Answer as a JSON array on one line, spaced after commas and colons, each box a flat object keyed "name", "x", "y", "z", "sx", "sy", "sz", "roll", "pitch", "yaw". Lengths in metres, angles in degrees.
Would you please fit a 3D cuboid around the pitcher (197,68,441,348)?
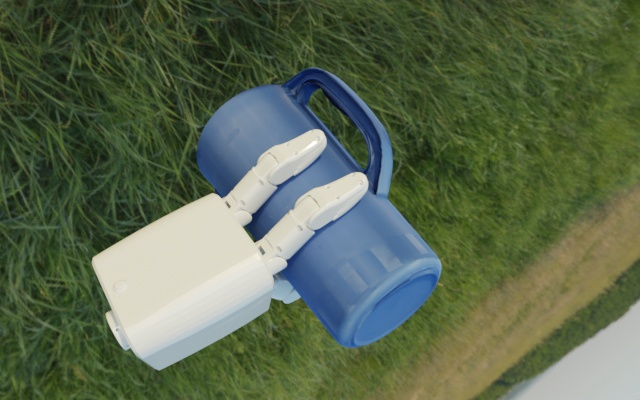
[{"name": "pitcher", "x": 0.000, "y": 0.002, "z": 0.443, "sx": 0.145, "sy": 0.242, "sz": 0.149, "roll": -29, "pitch": -33, "yaw": -19}]
